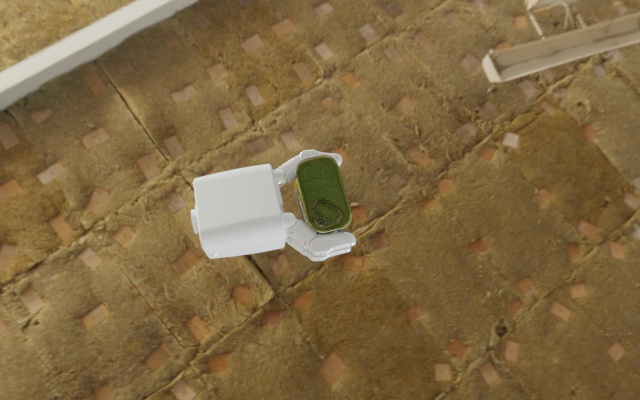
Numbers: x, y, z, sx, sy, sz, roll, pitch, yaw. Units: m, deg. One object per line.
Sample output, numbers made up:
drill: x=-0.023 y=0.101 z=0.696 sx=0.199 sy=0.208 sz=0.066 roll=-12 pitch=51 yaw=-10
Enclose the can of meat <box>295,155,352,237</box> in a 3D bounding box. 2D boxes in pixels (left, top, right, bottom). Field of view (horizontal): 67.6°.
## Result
can of meat: x=0.000 y=0.002 z=0.651 sx=0.057 sy=0.102 sz=0.084 roll=-13 pitch=-15 yaw=-10
